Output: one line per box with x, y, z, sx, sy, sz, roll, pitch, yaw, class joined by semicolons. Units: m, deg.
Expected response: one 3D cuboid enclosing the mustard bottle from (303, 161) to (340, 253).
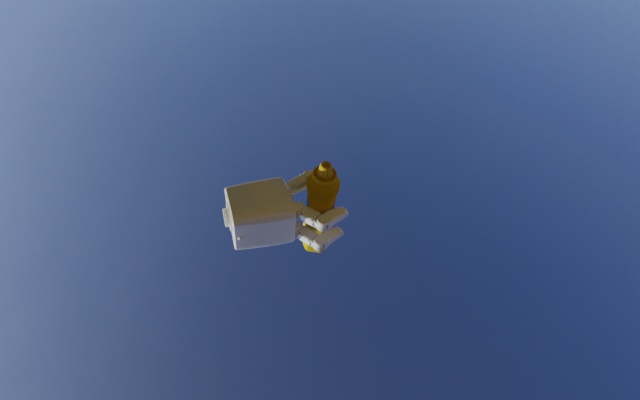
0.000;0.003;0.851;0.058;0.096;0.192;9;-40;2;mustard bottle
